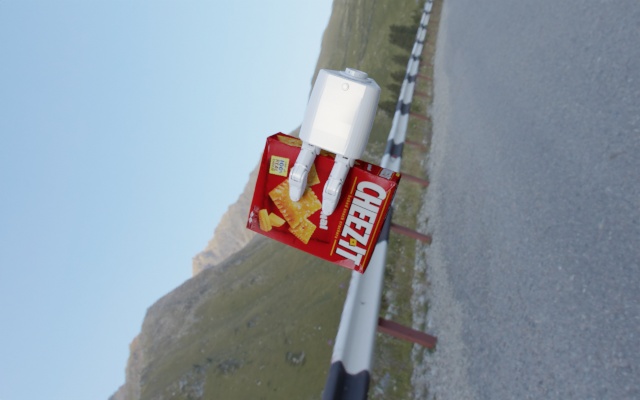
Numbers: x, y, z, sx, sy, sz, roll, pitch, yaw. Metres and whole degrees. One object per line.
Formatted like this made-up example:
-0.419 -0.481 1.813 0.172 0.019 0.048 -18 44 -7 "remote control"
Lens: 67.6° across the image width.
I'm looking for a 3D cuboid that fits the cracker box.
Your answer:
0.000 0.002 0.768 0.213 0.164 0.072 21 21 10 "cracker box"
